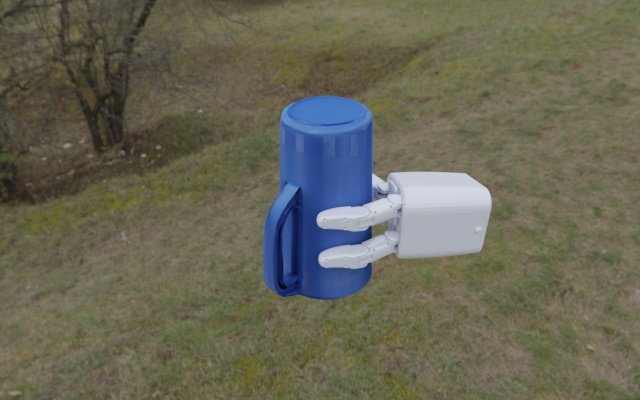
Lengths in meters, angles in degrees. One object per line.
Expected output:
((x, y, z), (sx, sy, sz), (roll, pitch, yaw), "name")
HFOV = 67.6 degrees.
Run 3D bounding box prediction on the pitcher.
((0.000, 0.002, 0.608), (0.145, 0.243, 0.149), (-1, 32, -2), "pitcher")
